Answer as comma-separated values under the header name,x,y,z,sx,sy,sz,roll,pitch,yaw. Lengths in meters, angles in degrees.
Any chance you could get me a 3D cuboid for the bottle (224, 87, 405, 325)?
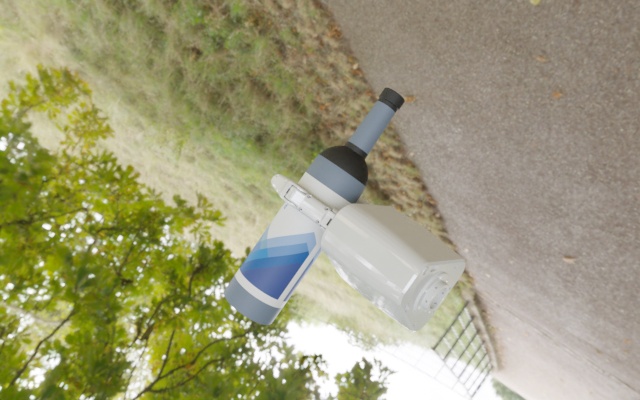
name,x,y,z,sx,sy,sz,roll,pitch,yaw
bottle,0.000,0.002,0.542,0.069,0.296,0.069,35,3,-2
